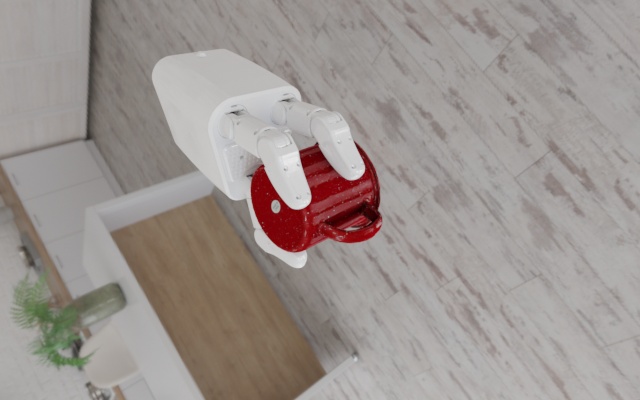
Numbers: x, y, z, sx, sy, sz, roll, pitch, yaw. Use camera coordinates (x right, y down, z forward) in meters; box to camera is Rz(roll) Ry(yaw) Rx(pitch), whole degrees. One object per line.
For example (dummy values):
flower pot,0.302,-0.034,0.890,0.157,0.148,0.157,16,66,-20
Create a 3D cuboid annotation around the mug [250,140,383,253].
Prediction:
mug,0.001,0.002,0.417,0.081,0.093,0.117,-24,47,-37
